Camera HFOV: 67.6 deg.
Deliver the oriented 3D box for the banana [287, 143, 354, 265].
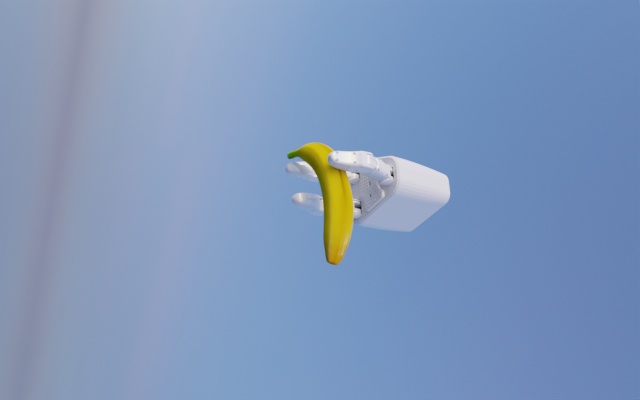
[{"bbox_3d":[0.009,-0.013,0.612,0.037,0.197,0.070,14,-50,-35],"label":"banana"}]
